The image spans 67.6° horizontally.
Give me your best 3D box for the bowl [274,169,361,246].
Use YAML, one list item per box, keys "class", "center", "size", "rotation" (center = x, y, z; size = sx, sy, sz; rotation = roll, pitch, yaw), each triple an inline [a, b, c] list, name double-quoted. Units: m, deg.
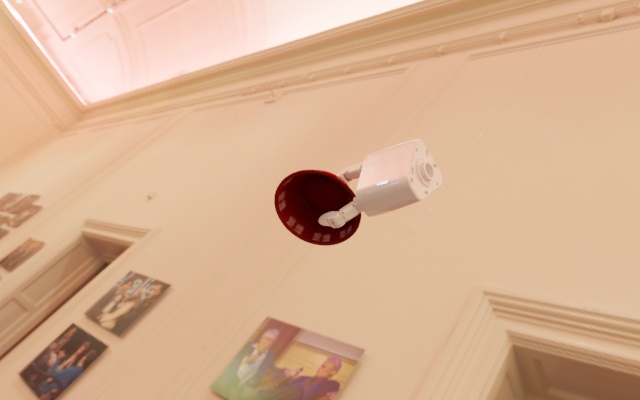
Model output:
- class: "bowl"
  center: [-0.001, 0.003, 0.873]
  size: [0.162, 0.162, 0.055]
  rotation: [0, 32, 18]
